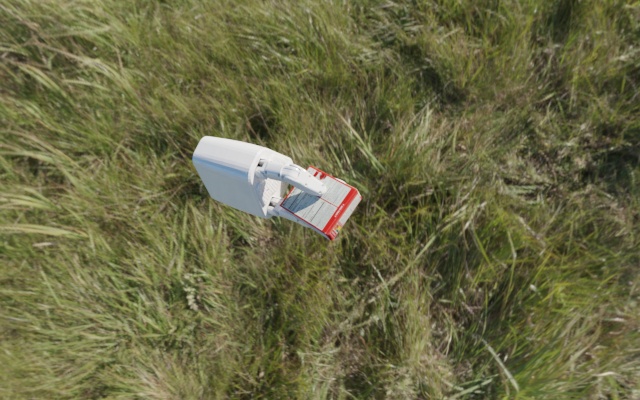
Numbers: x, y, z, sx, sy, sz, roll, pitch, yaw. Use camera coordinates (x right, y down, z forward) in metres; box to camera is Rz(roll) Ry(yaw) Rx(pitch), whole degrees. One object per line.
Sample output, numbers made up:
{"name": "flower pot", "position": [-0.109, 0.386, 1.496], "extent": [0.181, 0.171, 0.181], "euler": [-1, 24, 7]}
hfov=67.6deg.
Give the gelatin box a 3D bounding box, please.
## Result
{"name": "gelatin box", "position": [0.000, 0.002, 0.652], "extent": [0.089, 0.073, 0.030], "euler": [29, -12, 32]}
